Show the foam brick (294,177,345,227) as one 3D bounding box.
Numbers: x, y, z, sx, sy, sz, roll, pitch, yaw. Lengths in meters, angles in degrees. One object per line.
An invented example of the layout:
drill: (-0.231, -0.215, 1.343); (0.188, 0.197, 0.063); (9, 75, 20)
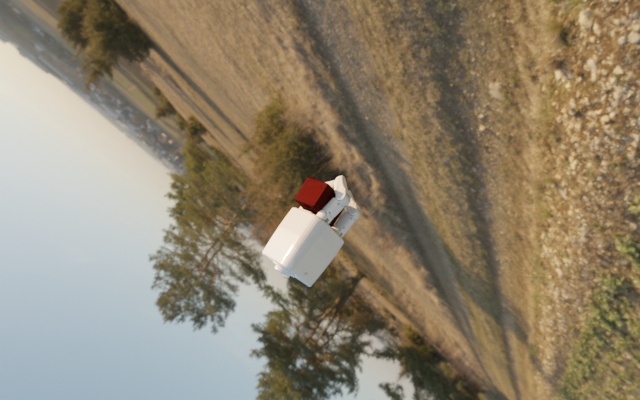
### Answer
foam brick: (0.000, 0.003, 0.877); (0.053, 0.051, 0.078); (22, -18, 41)
